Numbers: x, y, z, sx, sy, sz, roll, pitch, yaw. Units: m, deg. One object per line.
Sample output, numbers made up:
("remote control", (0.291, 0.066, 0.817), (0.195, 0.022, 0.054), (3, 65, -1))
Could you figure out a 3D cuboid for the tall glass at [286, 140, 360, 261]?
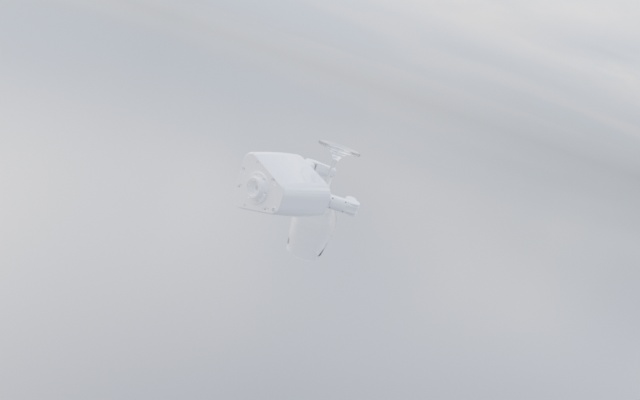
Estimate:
("tall glass", (0.000, 0.002, 0.823), (0.079, 0.201, 0.079), (18, 15, -5))
